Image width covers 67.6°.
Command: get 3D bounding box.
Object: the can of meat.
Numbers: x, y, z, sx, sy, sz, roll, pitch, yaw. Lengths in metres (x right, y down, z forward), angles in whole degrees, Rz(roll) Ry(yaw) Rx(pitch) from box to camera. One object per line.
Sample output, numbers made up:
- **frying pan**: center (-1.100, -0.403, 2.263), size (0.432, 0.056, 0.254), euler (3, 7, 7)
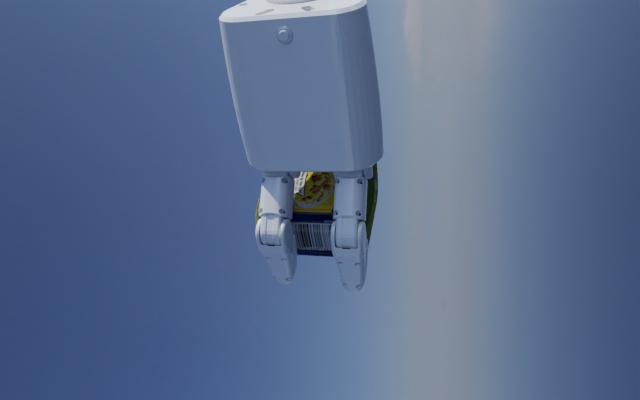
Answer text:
- **can of meat**: center (0.000, 0.001, 0.401), size (0.084, 0.057, 0.102), euler (2, 40, 14)
